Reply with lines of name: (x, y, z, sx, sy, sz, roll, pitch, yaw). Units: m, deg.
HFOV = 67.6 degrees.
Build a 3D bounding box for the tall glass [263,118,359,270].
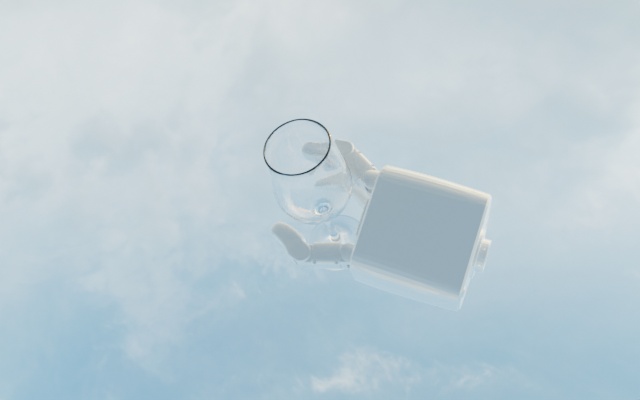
tall glass: (0.000, 0.002, 0.499, 0.079, 0.079, 0.201, 0, -30, 14)
